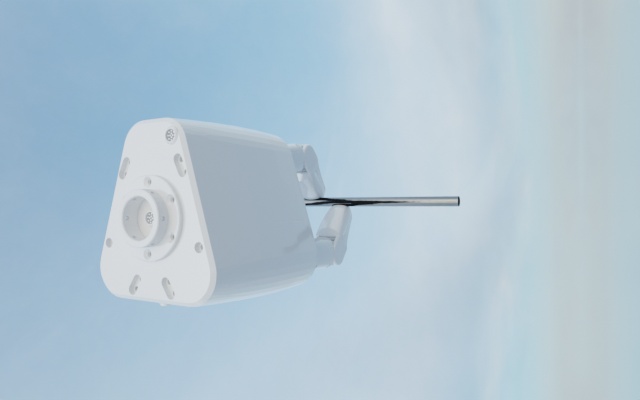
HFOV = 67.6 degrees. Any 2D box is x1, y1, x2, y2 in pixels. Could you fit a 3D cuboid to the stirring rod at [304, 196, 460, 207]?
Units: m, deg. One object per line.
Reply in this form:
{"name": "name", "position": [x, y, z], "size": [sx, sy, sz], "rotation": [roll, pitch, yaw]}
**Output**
{"name": "stirring rod", "position": [0.000, 0.001, 0.422], "size": [0.239, 0.011, 0.011], "rotation": [0, 0, 29]}
